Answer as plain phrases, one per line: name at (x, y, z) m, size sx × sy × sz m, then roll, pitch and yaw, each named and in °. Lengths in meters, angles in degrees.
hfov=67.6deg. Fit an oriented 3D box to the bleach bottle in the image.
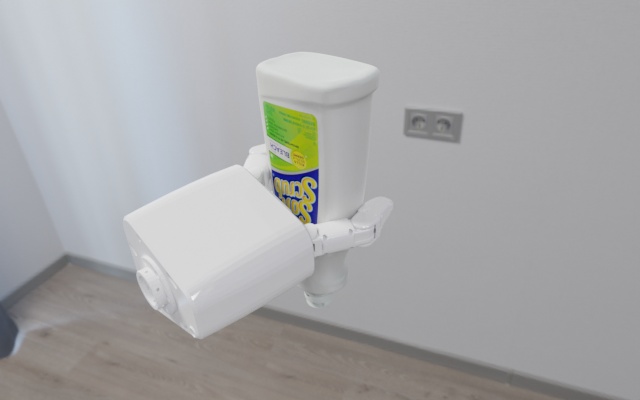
bleach bottle at (0.000, 0.001, 0.437) m, size 0.068 × 0.251 × 0.102 m, roll -29°, pitch 40°, yaw -35°
